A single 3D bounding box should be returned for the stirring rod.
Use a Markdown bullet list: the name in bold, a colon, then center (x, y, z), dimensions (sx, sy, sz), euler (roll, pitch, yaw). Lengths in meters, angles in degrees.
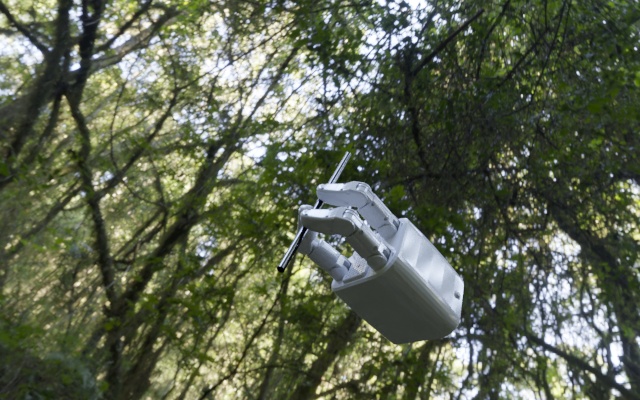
- **stirring rod**: center (0.000, 0.002, 0.538), dimensions (0.011, 0.011, 0.239), euler (0, 31, 21)
